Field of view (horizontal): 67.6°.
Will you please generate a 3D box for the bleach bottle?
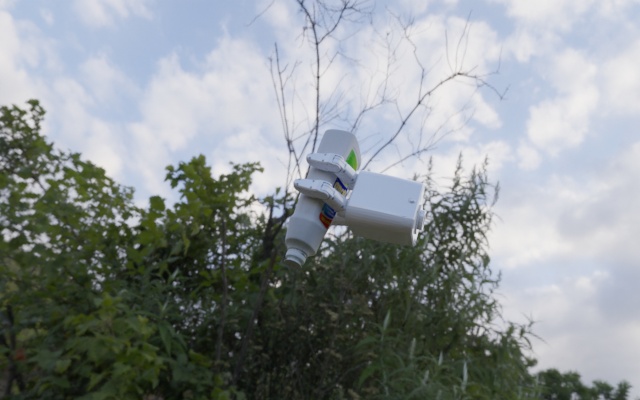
[{"bbox_3d":[0.000,0.002,0.793,0.068,0.250,0.103,11,-33,19],"label":"bleach bottle"}]
